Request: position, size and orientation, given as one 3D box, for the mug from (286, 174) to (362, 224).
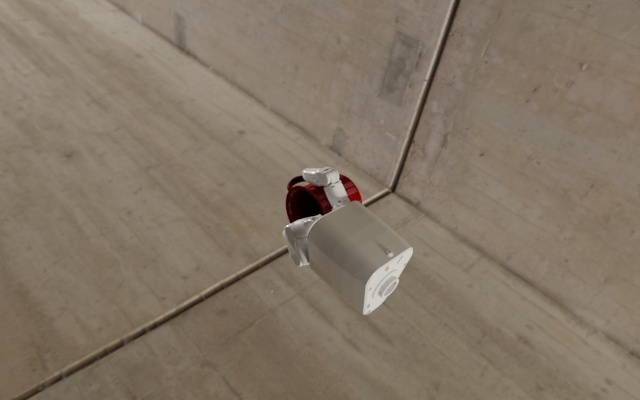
[{"bbox_3d":[-0.001,0.001,0.719,0.081,0.093,0.117,-25,54,-37],"label":"mug"}]
